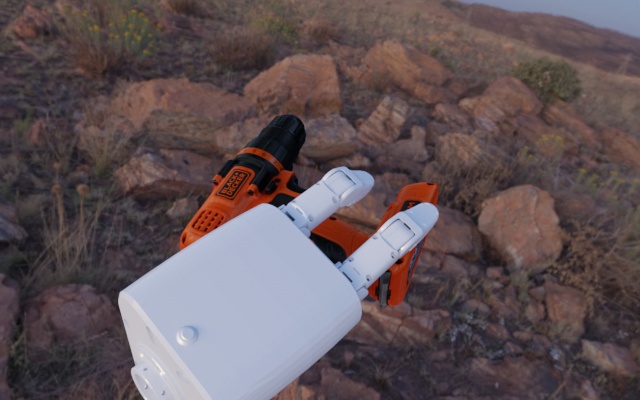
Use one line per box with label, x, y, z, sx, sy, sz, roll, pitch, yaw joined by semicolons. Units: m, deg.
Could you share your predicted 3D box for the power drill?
power drill;0.000;0.002;0.413;0.187;0.184;0.057;15;-38;19
